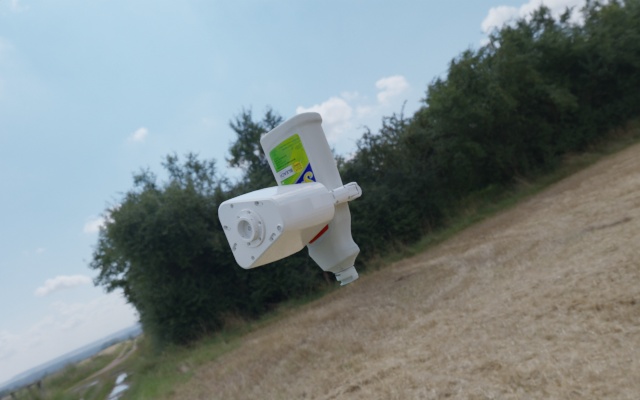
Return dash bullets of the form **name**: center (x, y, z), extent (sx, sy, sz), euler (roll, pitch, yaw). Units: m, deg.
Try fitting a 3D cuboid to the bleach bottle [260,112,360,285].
- **bleach bottle**: center (0.000, 0.002, 0.713), extent (0.102, 0.251, 0.068), euler (-26, -5, 35)
